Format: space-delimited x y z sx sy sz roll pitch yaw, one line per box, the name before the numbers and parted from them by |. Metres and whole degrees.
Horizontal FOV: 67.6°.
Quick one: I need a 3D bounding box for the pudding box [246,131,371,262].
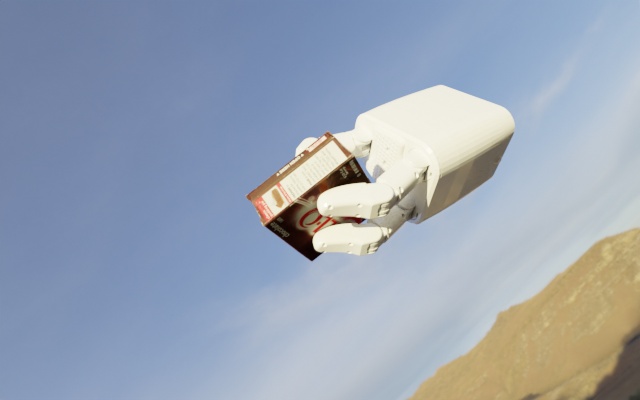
pudding box | 0.000 0.001 0.420 0.090 0.039 0.113 -39 -31 2
